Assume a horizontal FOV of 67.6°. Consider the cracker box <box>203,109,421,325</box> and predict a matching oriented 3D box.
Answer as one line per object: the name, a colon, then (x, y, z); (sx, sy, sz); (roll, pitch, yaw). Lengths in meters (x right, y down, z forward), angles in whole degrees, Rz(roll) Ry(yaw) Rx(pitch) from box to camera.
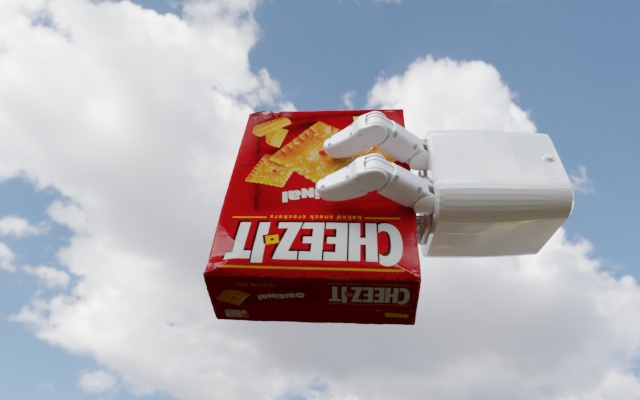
cracker box: (0.000, 0.001, 0.438); (0.164, 0.072, 0.213); (0, 44, 5)
